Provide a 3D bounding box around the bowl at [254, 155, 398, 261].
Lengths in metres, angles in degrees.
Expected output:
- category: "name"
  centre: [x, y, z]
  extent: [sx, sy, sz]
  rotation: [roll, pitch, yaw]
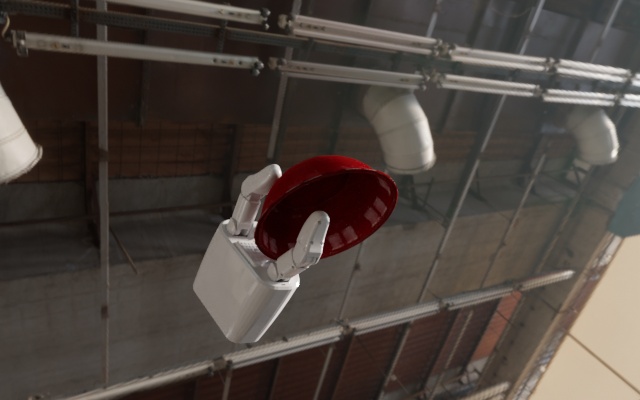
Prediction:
- category: "bowl"
  centre: [0.001, 0.001, 0.523]
  extent: [0.162, 0.055, 0.162]
  rotation: [-15, -34, -11]
